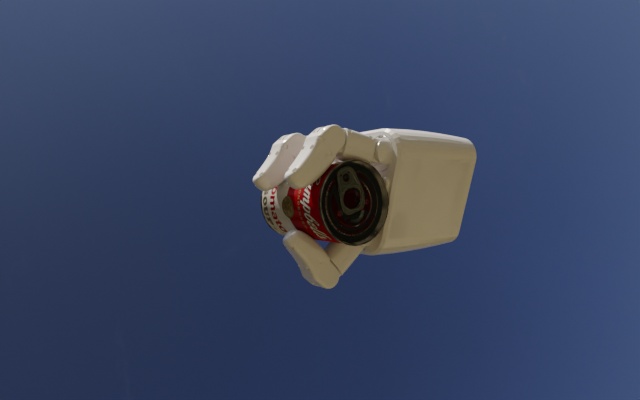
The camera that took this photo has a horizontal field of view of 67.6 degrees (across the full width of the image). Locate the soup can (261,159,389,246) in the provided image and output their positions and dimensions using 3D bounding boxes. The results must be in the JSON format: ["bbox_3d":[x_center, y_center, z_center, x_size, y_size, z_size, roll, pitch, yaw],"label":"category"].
[{"bbox_3d":[-0.001,0.001,0.414,0.068,0.068,0.102,0,0,-34],"label":"soup can"}]
